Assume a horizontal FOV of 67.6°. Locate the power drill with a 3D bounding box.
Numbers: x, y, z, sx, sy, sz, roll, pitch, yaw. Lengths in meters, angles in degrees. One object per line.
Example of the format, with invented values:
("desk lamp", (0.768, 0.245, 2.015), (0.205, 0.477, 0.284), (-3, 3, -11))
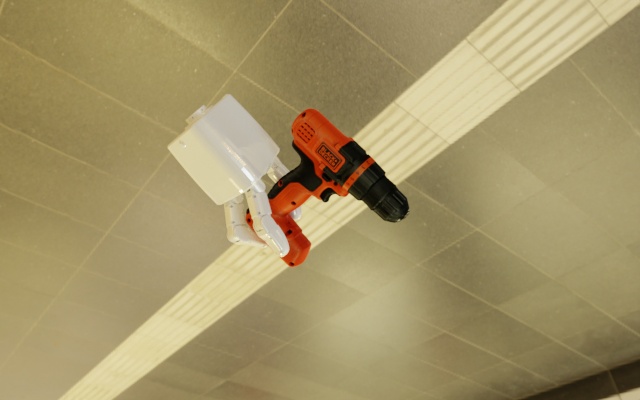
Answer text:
("power drill", (0.000, 0.002, 0.630), (0.188, 0.184, 0.057), (-49, -9, 27))
